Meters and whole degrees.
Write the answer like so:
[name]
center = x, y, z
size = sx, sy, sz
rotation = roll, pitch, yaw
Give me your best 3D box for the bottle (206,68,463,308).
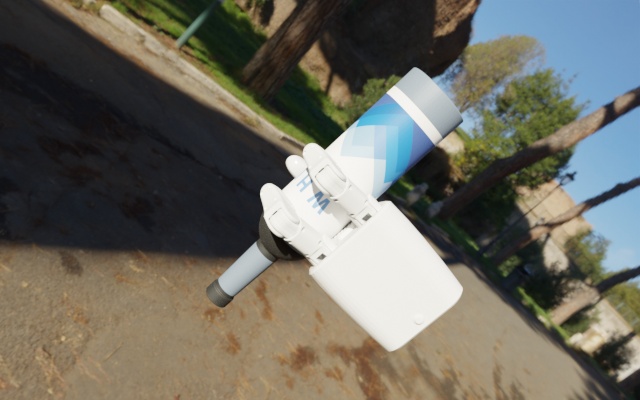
[bottle]
center = 0.000, 0.001, 0.459
size = 0.296, 0.069, 0.069
rotation = -42, -10, 11
